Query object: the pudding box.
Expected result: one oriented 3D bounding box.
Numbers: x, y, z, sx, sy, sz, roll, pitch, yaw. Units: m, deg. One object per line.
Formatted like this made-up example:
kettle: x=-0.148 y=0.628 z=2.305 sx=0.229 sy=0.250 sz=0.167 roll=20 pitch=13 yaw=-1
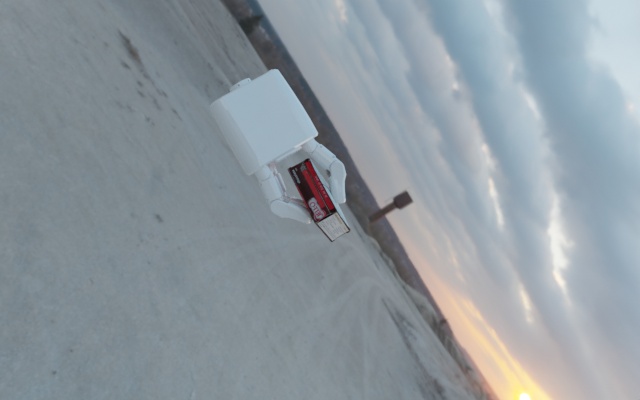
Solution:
pudding box: x=0.000 y=0.002 z=0.676 sx=0.039 sy=0.090 sz=0.113 roll=-28 pitch=-22 yaw=5
